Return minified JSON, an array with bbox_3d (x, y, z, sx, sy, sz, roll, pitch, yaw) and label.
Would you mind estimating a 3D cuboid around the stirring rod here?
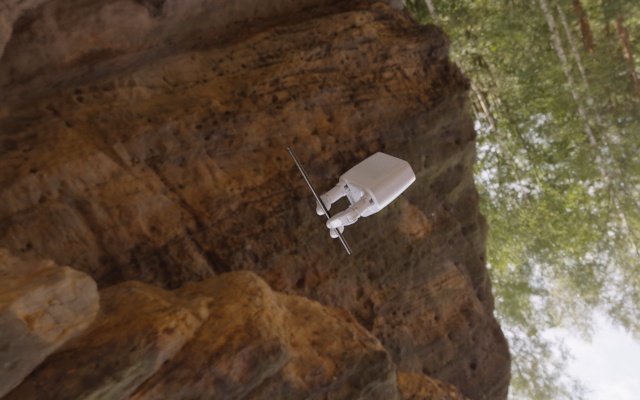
[{"bbox_3d":[0.000,0.003,0.899,0.011,0.239,0.011,-28,17,9],"label":"stirring rod"}]
